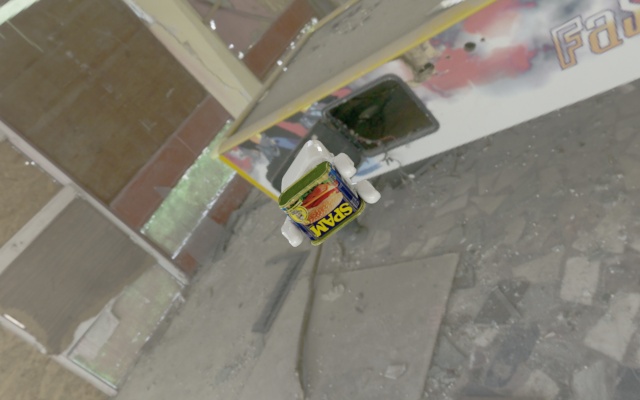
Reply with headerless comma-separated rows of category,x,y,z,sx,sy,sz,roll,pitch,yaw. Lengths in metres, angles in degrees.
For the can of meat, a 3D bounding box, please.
can of meat,0.000,0.002,0.706,0.102,0.084,0.057,-37,23,14
